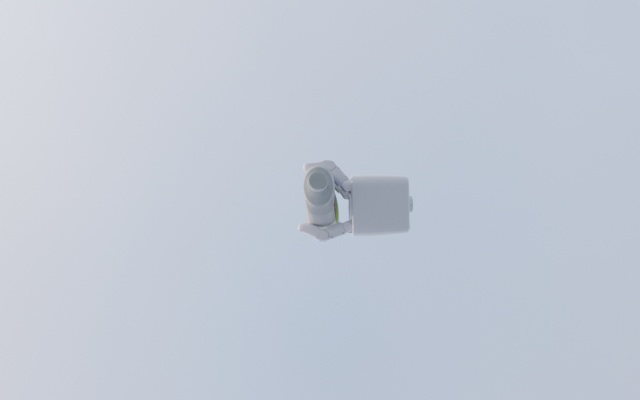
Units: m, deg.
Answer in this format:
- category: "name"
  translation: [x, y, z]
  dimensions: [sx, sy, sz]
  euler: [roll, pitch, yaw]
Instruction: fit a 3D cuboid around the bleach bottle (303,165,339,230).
- category: "bleach bottle"
  translation: [0.000, 0.003, 0.881]
  dimensions: [0.068, 0.102, 0.251]
  euler: [-3, -12, 2]
